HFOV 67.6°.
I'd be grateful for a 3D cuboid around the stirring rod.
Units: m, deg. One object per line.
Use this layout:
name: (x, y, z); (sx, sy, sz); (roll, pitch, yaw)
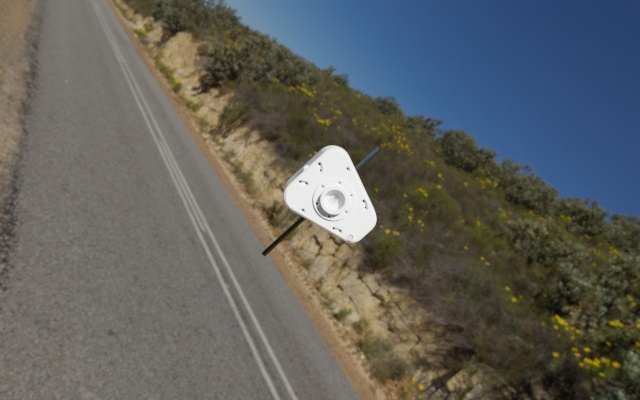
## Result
stirring rod: (0.000, 0.002, 0.730); (0.239, 0.011, 0.011); (-43, -3, 4)
